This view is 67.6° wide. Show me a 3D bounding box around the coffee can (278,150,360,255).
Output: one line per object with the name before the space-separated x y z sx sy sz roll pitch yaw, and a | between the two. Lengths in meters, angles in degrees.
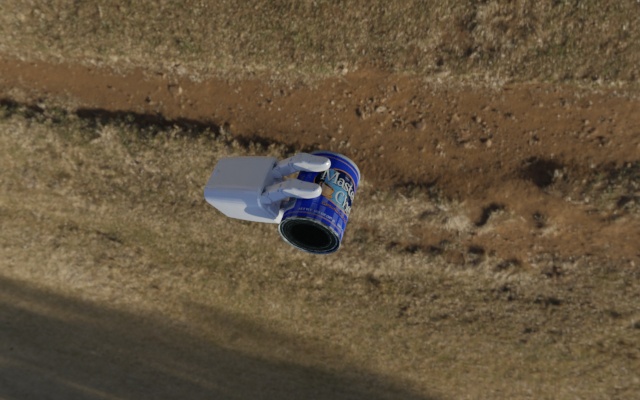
coffee can | 0.000 0.003 0.783 0.103 0.140 0.103 12 -35 9
